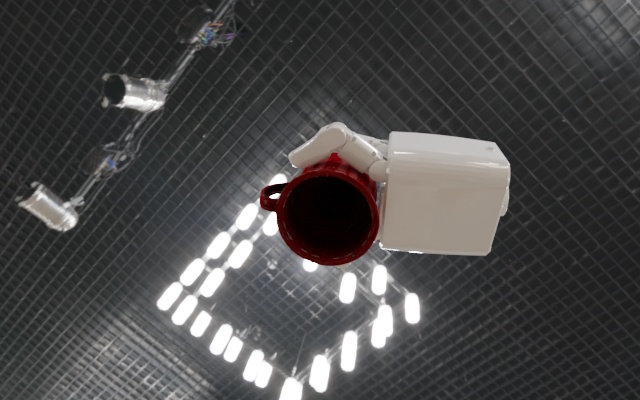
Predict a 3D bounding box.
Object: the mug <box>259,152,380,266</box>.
[{"bbox_3d":[-0.001,0.001,0.459,0.117,0.093,0.081,5,22,8],"label":"mug"}]
